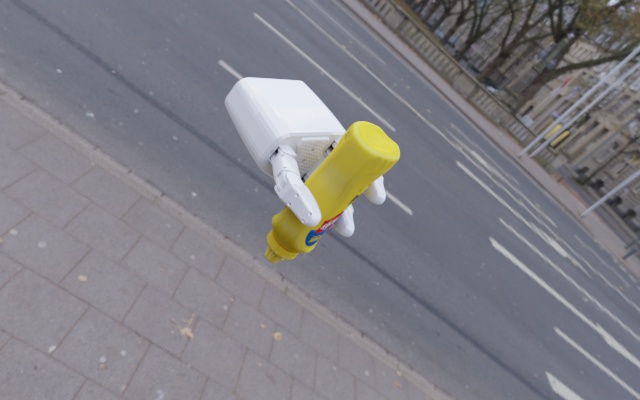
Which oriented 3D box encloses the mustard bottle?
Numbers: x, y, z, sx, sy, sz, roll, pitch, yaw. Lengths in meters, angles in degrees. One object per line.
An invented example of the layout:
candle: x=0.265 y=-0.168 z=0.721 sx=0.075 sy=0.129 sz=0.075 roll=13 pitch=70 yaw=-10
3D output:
mustard bottle: x=0.000 y=0.002 z=0.520 sx=0.192 sy=0.058 sz=0.096 roll=-47 pitch=-6 yaw=24
